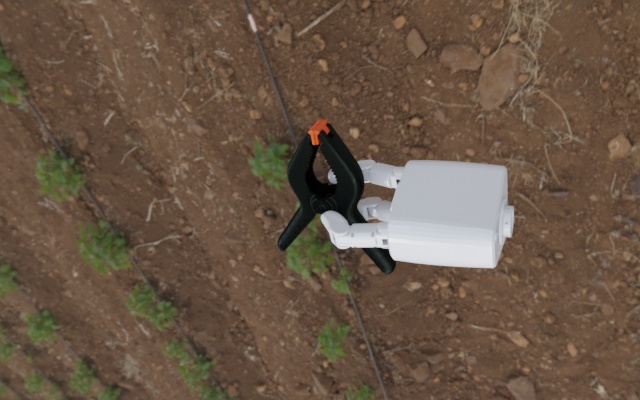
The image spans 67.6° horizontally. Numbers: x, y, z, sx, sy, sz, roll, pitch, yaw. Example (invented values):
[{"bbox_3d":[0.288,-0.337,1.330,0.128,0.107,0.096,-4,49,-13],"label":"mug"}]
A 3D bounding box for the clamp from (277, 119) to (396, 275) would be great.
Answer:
[{"bbox_3d":[0.000,0.002,0.583,0.164,0.210,0.036,2,37,25],"label":"clamp"}]
